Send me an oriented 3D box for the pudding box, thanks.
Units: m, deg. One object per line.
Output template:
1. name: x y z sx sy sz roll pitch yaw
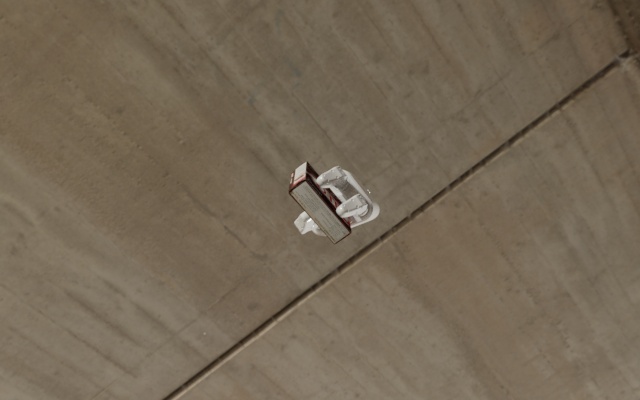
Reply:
1. pudding box: 0.000 0.002 0.737 0.039 0.113 0.090 -39 17 13
